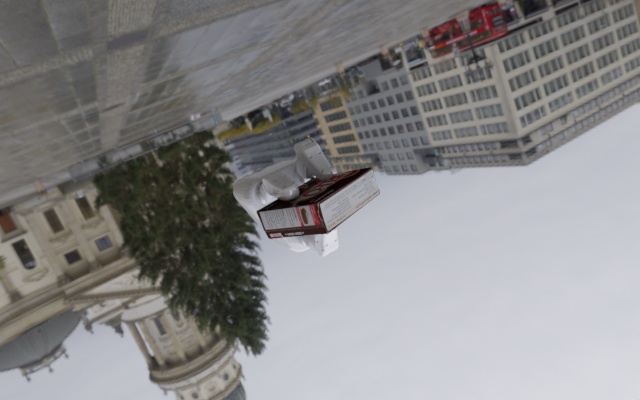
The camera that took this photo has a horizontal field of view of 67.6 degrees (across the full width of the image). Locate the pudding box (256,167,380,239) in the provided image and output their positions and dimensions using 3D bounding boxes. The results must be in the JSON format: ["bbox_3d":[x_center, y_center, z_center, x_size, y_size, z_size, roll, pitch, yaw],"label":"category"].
[{"bbox_3d":[0.000,0.002,0.532,0.090,0.039,0.113,-9,18,40],"label":"pudding box"}]
